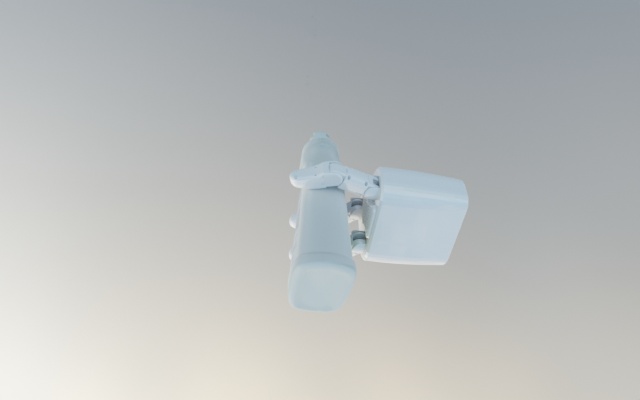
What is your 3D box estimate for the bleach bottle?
[{"bbox_3d":[0.000,0.002,0.583,0.068,0.250,0.103,7,-41,-7],"label":"bleach bottle"}]
